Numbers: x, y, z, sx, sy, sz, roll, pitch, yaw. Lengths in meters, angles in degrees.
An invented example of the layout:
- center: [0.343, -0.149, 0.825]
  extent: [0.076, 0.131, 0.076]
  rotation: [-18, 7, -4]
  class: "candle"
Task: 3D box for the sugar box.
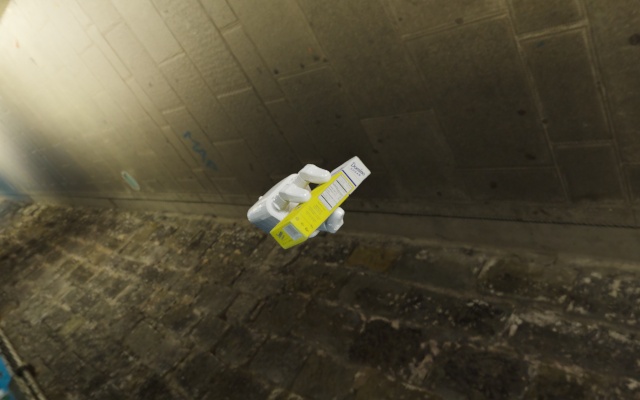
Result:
- center: [0.000, 0.002, 0.805]
  extent: [0.176, 0.048, 0.093]
  rotation: [-48, 10, -30]
  class: "sugar box"
